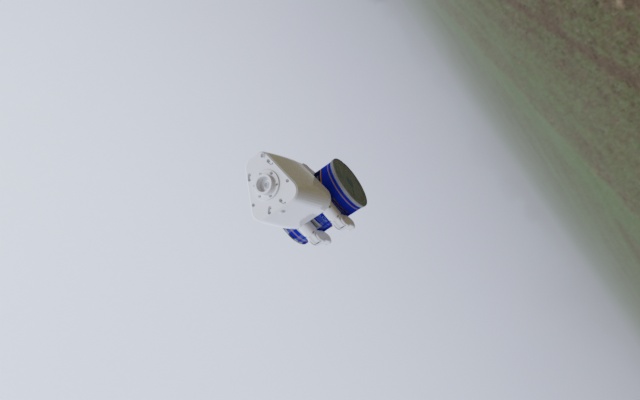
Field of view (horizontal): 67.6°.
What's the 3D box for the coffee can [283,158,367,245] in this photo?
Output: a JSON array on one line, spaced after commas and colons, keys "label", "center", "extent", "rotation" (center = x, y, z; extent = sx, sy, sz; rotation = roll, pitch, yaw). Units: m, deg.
[{"label": "coffee can", "center": [0.000, 0.003, 0.883], "extent": [0.140, 0.102, 0.103], "rotation": [-34, -13, 20]}]
